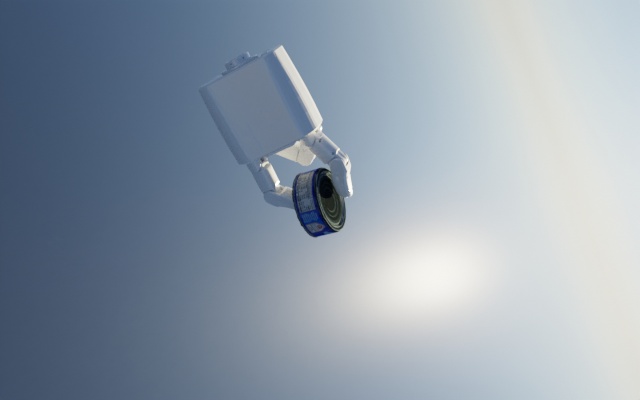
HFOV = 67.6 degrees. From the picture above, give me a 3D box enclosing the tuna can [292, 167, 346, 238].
[{"bbox_3d":[0.001,0.002,0.606,0.034,0.086,0.086,-15,-6,25],"label":"tuna can"}]
